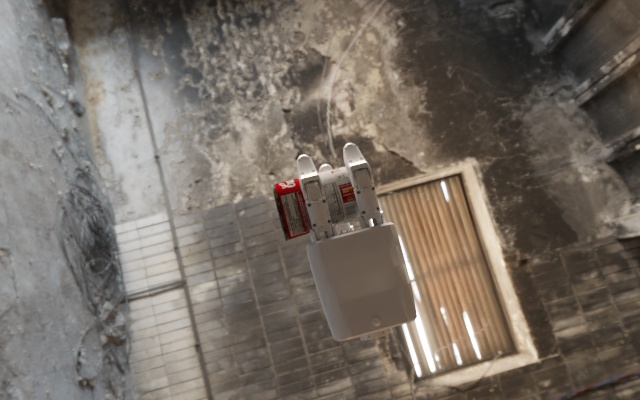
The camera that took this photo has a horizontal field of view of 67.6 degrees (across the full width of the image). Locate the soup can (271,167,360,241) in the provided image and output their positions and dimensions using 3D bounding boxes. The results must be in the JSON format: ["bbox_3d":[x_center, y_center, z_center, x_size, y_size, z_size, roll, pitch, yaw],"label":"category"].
[{"bbox_3d":[0.000,0.001,0.559,0.102,0.068,0.068,-14,1,-4],"label":"soup can"}]
